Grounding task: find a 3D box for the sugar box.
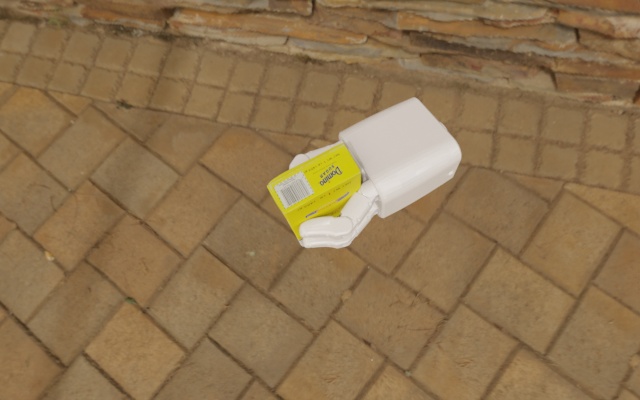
[{"bbox_3d":[0.000,0.002,0.568,0.093,0.048,0.176,-28,-19,-3],"label":"sugar box"}]
